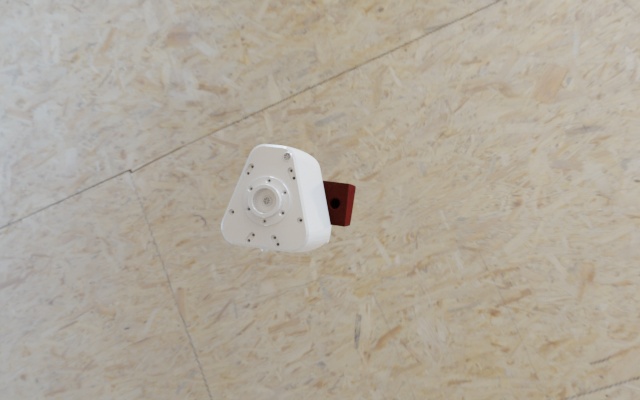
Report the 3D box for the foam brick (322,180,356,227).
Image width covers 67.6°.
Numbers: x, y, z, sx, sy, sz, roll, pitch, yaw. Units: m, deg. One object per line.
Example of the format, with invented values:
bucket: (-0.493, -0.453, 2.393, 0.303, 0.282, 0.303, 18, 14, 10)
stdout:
foam brick: (0.000, 0.002, 0.594, 0.078, 0.053, 0.051, 6, -1, 11)
